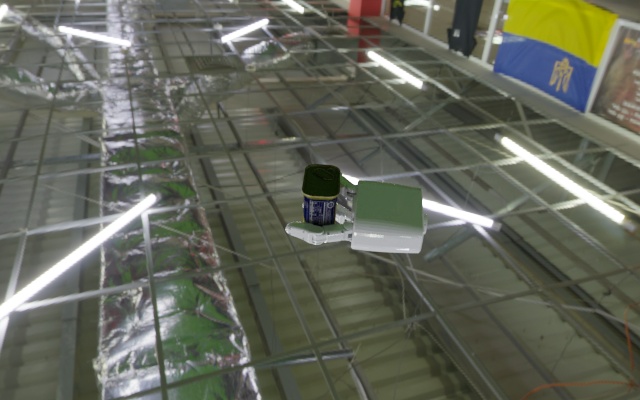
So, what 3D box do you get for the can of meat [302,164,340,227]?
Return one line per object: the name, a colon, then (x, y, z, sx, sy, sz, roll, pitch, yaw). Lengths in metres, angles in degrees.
can of meat: (0.000, 0.003, 0.760, 0.057, 0.084, 0.102, 3, 32, 1)
